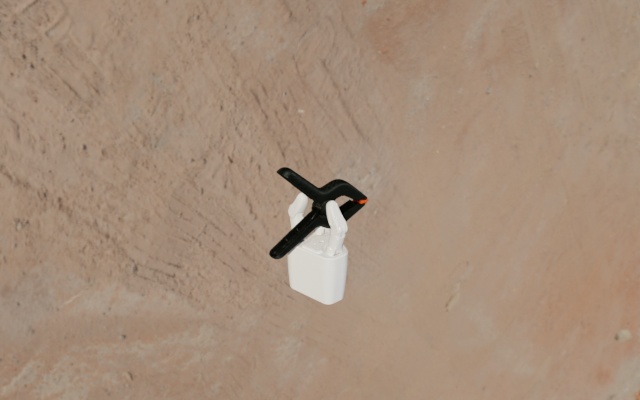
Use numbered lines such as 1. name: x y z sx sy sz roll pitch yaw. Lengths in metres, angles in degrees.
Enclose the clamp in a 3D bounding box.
1. clamp: 0.001 0.003 0.840 0.210 0.165 0.036 -18 33 -34
